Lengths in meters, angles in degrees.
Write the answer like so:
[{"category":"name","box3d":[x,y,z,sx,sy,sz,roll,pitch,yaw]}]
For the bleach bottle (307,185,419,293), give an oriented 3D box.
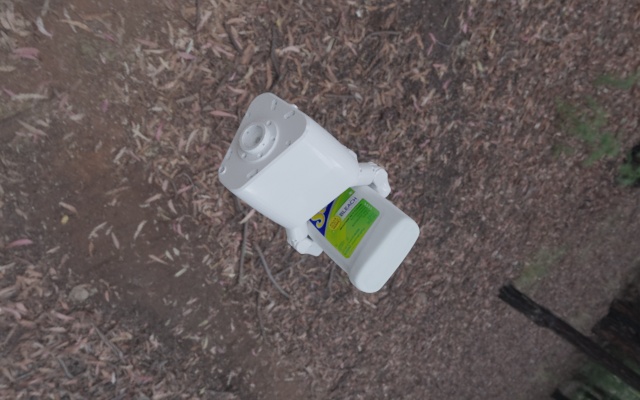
[{"category":"bleach bottle","box3d":[0.000,0.002,0.608,0.250,0.102,0.068,37,1,37]}]
